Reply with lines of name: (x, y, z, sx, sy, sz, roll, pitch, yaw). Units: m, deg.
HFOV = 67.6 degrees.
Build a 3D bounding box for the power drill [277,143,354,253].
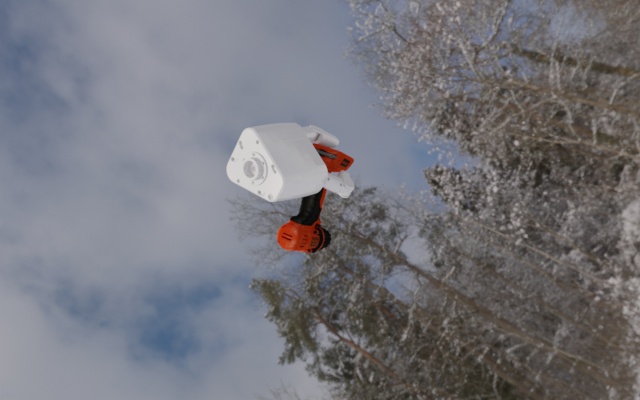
power drill: (0.000, 0.002, 0.842, 0.057, 0.187, 0.184, 18, 2, 18)
